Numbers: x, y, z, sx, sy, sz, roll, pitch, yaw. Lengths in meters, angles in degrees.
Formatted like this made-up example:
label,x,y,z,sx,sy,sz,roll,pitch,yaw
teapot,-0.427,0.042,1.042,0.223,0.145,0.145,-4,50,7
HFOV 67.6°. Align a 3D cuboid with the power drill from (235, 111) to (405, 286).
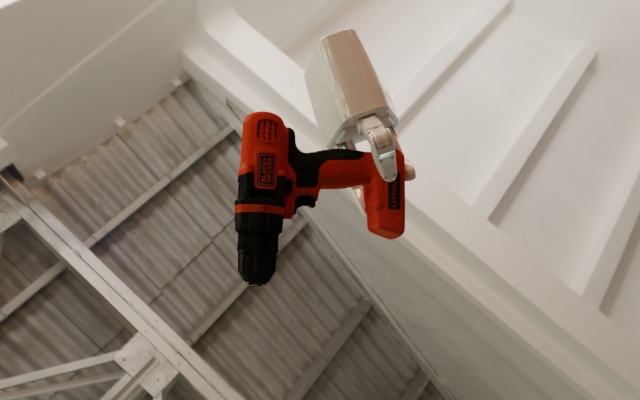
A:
label,x,y,z,sx,sy,sz,roll,pitch,yaw
power drill,0.001,0.001,0.525,0.187,0.184,0.057,4,-7,-20
